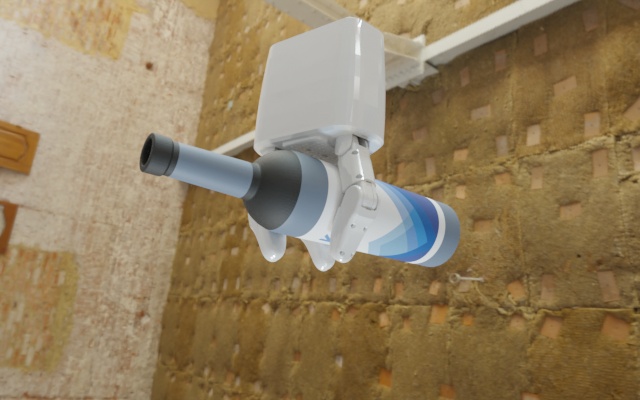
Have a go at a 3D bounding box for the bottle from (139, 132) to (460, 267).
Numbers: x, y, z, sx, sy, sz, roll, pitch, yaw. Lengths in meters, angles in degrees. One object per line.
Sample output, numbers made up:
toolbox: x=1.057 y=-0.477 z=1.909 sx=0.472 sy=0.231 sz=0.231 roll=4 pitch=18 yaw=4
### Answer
bottle: x=0.000 y=0.001 z=0.401 sx=0.296 sy=0.069 sz=0.069 roll=16 pitch=-10 yaw=-36
